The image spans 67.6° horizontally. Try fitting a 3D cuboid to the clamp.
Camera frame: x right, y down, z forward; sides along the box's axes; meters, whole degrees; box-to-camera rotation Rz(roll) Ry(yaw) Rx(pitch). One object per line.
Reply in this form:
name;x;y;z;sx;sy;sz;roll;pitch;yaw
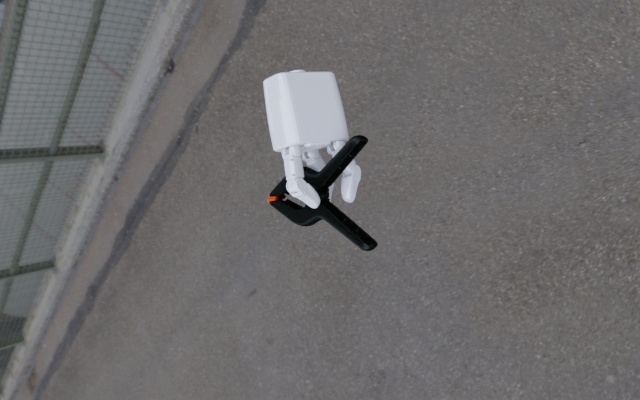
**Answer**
clamp;-0.001;0.002;0.734;0.210;0.164;0.036;-12;-2;42
